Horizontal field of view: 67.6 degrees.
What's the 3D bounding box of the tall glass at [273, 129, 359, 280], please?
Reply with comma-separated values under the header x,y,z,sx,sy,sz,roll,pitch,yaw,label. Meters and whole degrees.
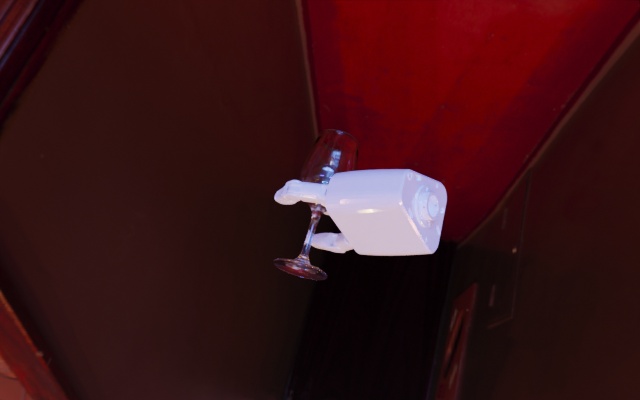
x,y,z,sx,sy,sz,roll,pitch,yaw,label
0.000,0.003,0.658,0.079,0.201,0.079,14,-21,6,tall glass
